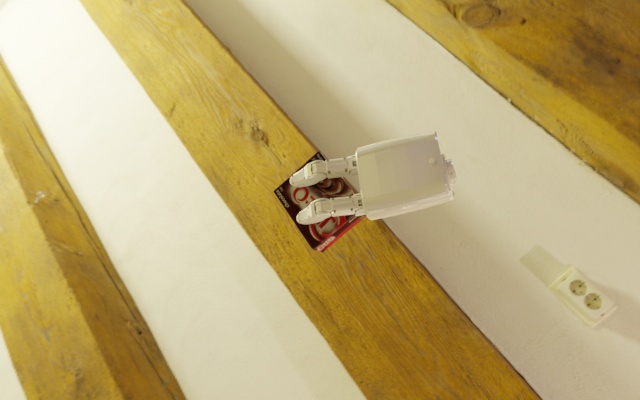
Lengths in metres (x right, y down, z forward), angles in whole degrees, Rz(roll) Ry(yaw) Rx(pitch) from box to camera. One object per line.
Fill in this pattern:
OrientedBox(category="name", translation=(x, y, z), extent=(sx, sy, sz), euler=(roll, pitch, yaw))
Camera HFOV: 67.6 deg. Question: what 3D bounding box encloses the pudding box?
OrientedBox(category="pudding box", translation=(0.000, 0.002, 0.667), extent=(0.090, 0.113, 0.039), euler=(-41, -28, 9))
